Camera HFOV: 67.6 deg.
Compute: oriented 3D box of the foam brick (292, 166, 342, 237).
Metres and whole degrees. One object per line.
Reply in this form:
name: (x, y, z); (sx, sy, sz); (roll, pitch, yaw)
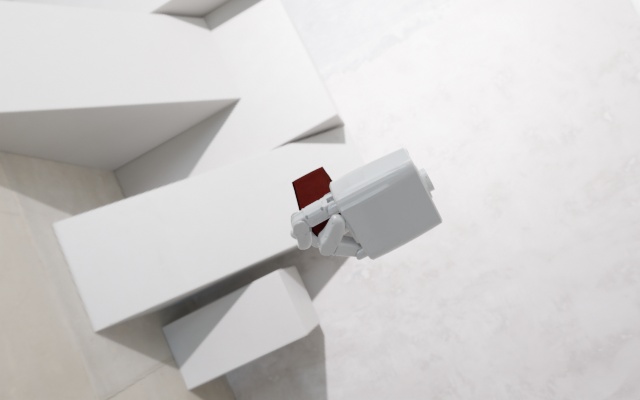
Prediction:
foam brick: (0.000, 0.002, 0.662); (0.051, 0.078, 0.053); (-29, -46, 11)
